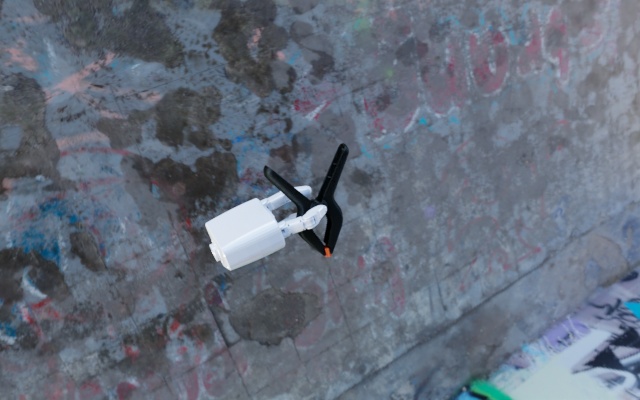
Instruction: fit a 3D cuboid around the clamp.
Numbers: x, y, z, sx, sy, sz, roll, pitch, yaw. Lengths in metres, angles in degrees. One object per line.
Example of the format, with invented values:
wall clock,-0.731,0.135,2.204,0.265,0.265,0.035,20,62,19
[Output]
clamp,0.000,0.004,0.885,0.164,0.210,0.036,-24,22,-16
